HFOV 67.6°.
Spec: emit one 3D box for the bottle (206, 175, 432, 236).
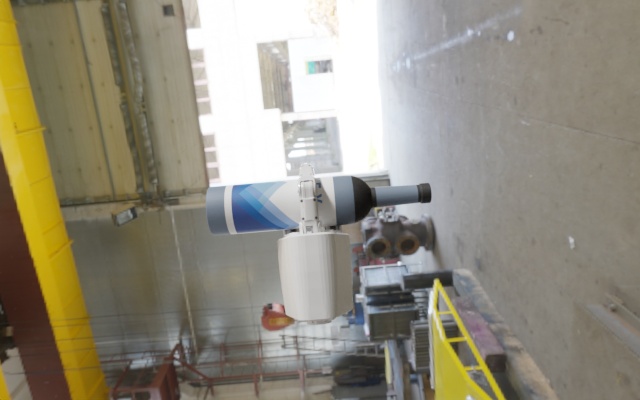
[{"bbox_3d":[0.000,0.002,0.644,0.296,0.069,0.069,-5,0,0],"label":"bottle"}]
